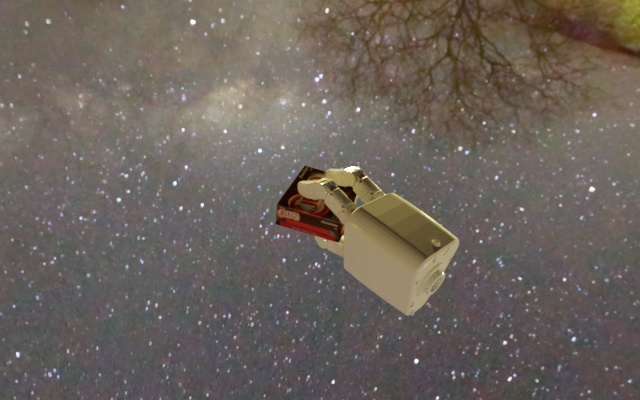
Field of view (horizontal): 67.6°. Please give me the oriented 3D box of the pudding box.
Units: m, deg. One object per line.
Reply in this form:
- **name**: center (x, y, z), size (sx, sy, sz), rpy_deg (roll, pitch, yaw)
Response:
- **pudding box**: center (0.000, 0.002, 0.650), size (0.090, 0.039, 0.113), rpy_deg (16, 33, 10)
